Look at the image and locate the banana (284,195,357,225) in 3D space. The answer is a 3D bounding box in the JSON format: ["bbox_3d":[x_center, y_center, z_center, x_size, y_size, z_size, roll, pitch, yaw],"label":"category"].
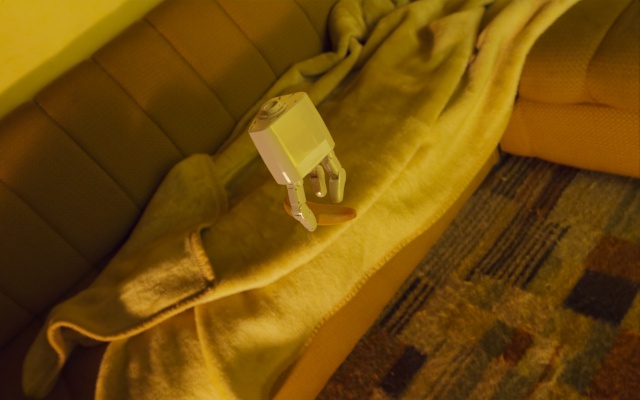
[{"bbox_3d":[-0.016,0.013,0.860,0.069,0.037,0.197,-36,30,-19],"label":"banana"}]
